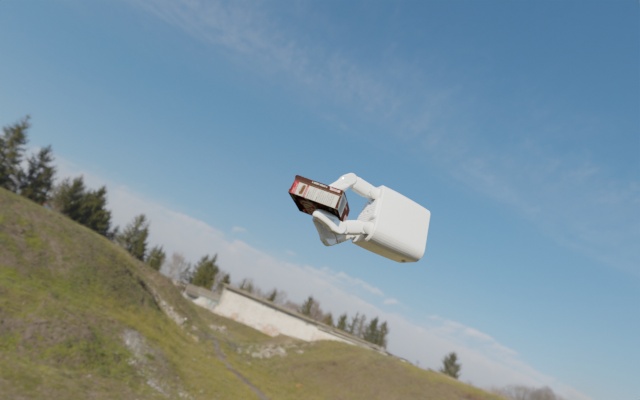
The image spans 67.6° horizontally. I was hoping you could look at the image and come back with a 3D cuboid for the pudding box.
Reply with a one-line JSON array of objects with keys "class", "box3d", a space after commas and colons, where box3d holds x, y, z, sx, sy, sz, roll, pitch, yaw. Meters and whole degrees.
[{"class": "pudding box", "box3d": [0.000, 0.003, 0.823, 0.090, 0.039, 0.113, 19, -17, 14]}]
